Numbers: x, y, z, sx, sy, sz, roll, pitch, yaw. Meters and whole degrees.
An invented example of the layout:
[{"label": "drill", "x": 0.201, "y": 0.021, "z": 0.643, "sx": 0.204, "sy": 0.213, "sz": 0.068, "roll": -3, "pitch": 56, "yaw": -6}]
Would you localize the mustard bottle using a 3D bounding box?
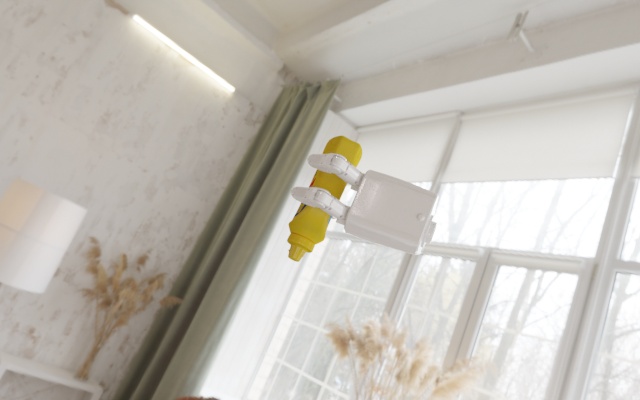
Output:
[{"label": "mustard bottle", "x": 0.000, "y": 0.002, "z": 0.714, "sx": 0.058, "sy": 0.191, "sz": 0.096, "roll": 26, "pitch": -16, "yaw": -6}]
